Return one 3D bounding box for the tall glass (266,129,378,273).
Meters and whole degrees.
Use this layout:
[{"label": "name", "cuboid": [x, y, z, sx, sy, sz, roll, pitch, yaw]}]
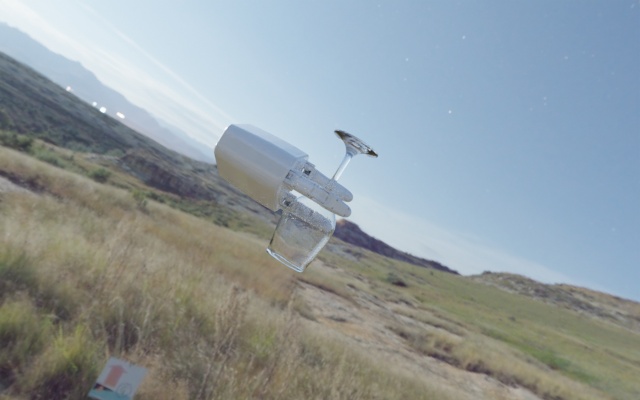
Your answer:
[{"label": "tall glass", "cuboid": [0.001, 0.002, 0.685, 0.079, 0.201, 0.079, 31, -3, 2]}]
